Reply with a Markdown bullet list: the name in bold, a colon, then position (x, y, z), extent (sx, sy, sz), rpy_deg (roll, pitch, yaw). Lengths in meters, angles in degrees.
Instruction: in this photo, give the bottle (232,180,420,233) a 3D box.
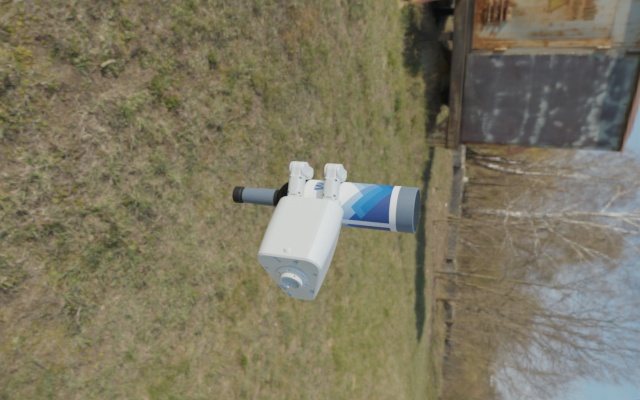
- **bottle**: position (0.000, 0.002, 0.736), extent (0.295, 0.069, 0.069), rpy_deg (5, 2, 19)
